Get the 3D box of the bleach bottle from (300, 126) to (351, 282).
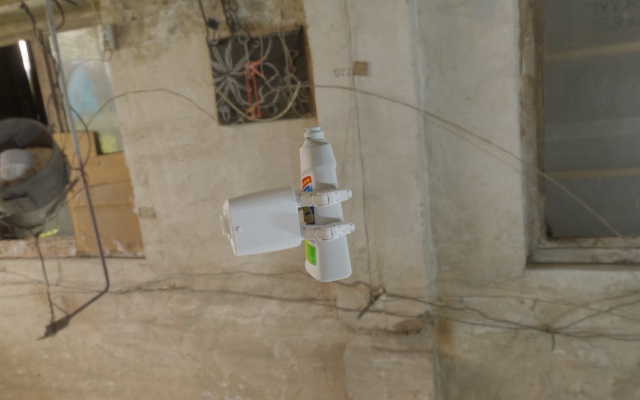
[{"bbox_3d":[0.000,0.003,0.802,0.068,0.251,0.102,-10,11,-16],"label":"bleach bottle"}]
